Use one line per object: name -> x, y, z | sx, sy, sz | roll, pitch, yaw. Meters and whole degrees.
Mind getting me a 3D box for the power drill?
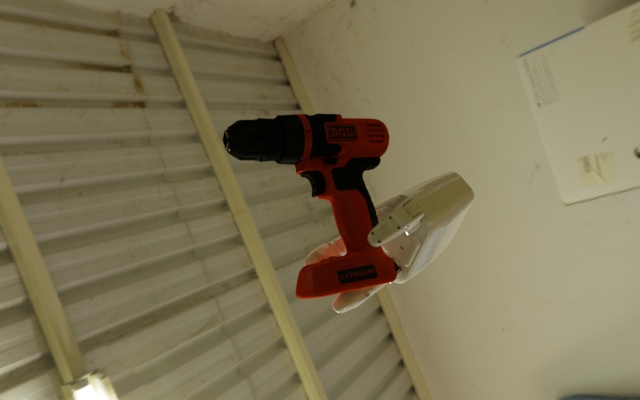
power drill -> 0.000, 0.002, 0.489 | 0.184, 0.187, 0.057 | -5, -8, -25
